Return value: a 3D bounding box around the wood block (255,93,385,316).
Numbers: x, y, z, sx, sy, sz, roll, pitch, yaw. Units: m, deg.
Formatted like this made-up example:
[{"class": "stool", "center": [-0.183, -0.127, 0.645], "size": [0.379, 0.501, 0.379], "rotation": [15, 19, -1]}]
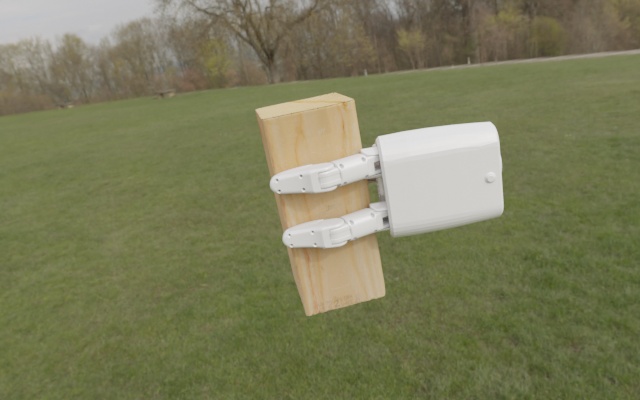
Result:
[{"class": "wood block", "center": [0.000, 0.001, 0.501], "size": [0.090, 0.206, 0.090], "rotation": [-13, 19, -6]}]
